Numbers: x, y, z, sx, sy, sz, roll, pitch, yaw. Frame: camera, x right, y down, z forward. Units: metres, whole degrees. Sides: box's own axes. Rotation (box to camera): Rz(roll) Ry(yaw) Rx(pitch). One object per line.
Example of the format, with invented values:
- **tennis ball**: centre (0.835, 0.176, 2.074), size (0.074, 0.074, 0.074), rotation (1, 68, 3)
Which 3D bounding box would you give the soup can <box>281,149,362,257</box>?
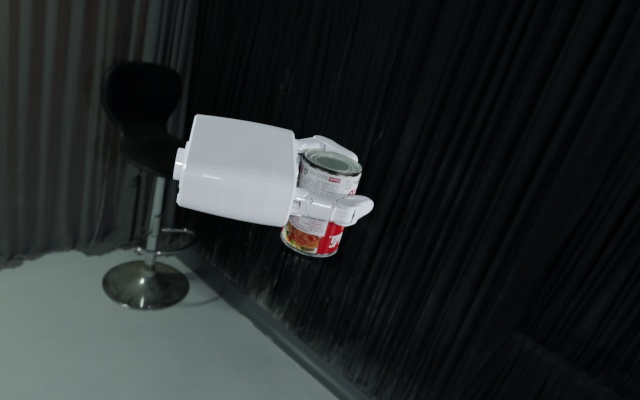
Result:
- **soup can**: centre (0.001, 0.002, 0.530), size (0.068, 0.102, 0.068), rotation (14, 23, -6)
